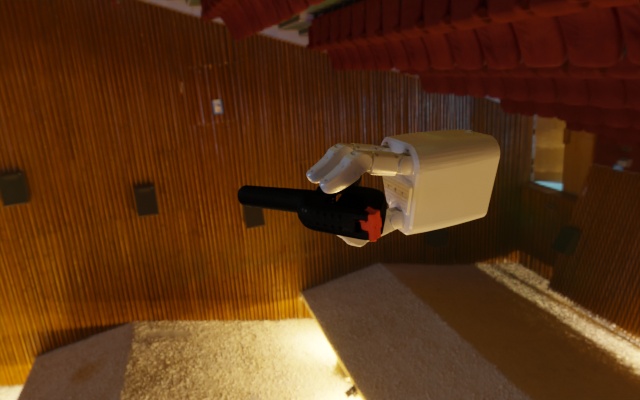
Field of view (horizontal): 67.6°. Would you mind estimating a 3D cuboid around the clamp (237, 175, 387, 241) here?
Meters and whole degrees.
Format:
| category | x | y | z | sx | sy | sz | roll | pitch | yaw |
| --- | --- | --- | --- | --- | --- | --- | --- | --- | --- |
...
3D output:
| category | x | y | z | sx | sy | sz | roll | pitch | yaw |
| --- | --- | --- | --- | --- | --- | --- | --- | --- | --- |
| clamp | 0.001 | 0.003 | 0.526 | 0.164 | 0.036 | 0.210 | -11 | 17 | -14 |
